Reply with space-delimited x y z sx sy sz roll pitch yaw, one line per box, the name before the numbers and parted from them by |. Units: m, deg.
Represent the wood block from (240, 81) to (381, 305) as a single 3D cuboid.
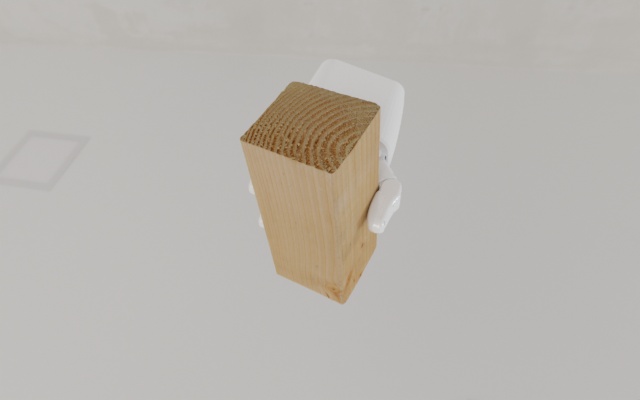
wood block | 0.001 0.001 0.470 0.091 0.090 0.206 20 -35 21
